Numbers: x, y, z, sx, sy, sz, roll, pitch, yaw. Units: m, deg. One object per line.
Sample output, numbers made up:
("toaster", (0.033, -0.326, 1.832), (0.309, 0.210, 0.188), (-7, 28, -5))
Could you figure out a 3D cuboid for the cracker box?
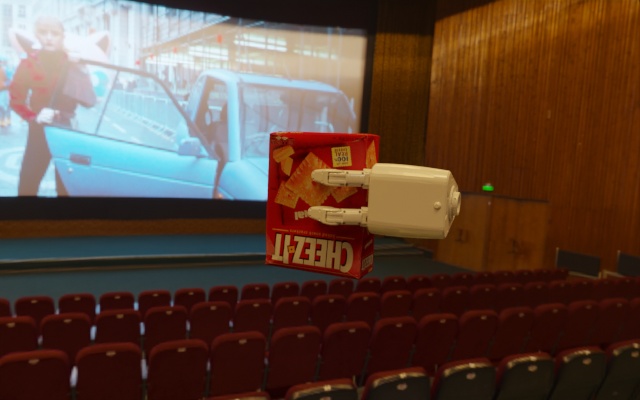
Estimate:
("cracker box", (0.000, 0.002, 0.740), (0.164, 0.214, 0.072), (5, 7, 24))
